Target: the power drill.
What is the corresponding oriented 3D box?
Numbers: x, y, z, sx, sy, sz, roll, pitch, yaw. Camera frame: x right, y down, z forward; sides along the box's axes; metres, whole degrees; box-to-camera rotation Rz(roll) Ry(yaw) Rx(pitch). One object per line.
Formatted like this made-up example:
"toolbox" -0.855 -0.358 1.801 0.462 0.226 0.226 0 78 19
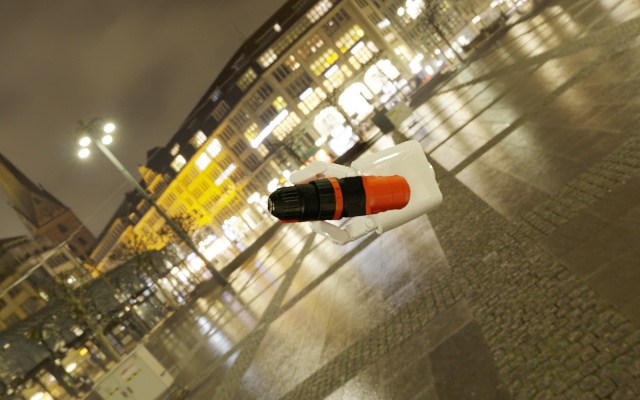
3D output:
"power drill" 0.000 0.002 0.641 0.184 0.057 0.187 -4 0 -22
